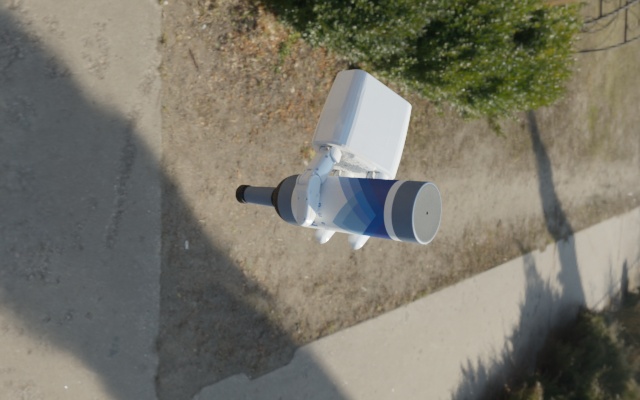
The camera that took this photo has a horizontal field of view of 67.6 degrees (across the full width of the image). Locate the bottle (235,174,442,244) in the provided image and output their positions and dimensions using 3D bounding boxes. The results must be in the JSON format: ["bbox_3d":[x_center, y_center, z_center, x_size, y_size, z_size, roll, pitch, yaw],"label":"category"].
[{"bbox_3d":[0.000,0.002,0.595,0.295,0.069,0.069,6,4,40],"label":"bottle"}]
